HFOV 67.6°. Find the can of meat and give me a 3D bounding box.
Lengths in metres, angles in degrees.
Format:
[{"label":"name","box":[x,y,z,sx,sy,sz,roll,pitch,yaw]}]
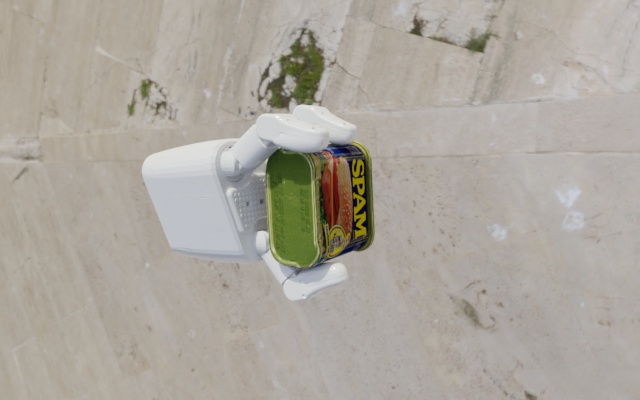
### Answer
[{"label":"can of meat","box":[0.000,0.001,0.408,0.057,0.102,0.084,2,8,36]}]
